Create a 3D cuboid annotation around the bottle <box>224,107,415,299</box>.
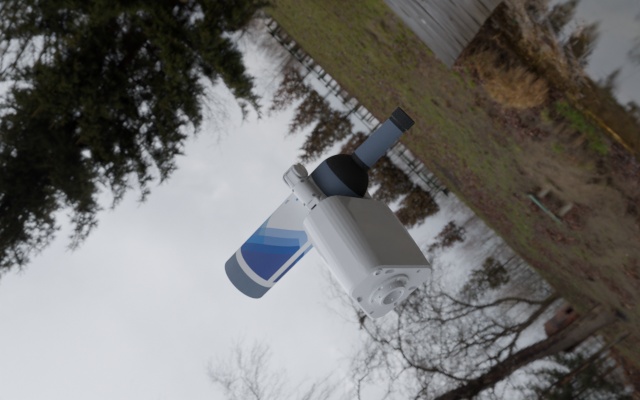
[{"bbox_3d":[0.000,0.002,0.589,0.296,0.069,0.069,-45,-14,15],"label":"bottle"}]
